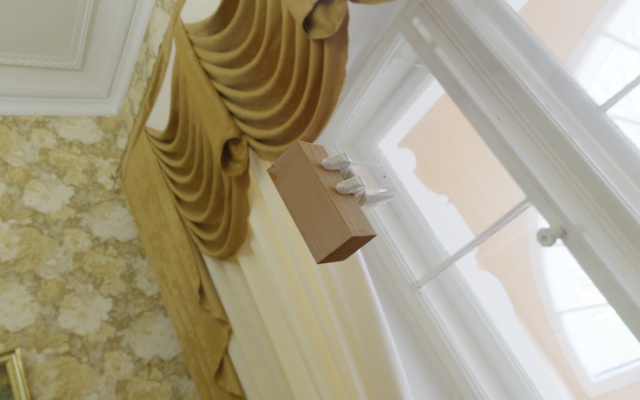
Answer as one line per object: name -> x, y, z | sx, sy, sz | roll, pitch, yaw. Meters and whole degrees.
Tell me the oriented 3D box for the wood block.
wood block -> 0.000, 0.003, 0.870 | 0.091, 0.206, 0.090 | -42, -24, 28
